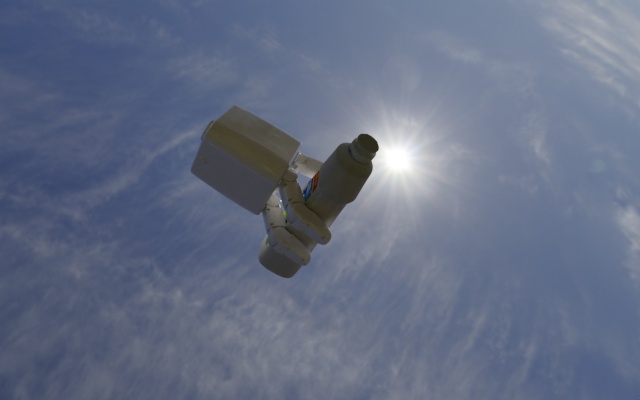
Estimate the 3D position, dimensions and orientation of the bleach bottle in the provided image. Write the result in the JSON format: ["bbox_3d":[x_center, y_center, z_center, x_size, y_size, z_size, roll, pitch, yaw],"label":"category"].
[{"bbox_3d":[0.000,0.002,0.621,0.068,0.102,0.251,31,-46,-7],"label":"bleach bottle"}]
